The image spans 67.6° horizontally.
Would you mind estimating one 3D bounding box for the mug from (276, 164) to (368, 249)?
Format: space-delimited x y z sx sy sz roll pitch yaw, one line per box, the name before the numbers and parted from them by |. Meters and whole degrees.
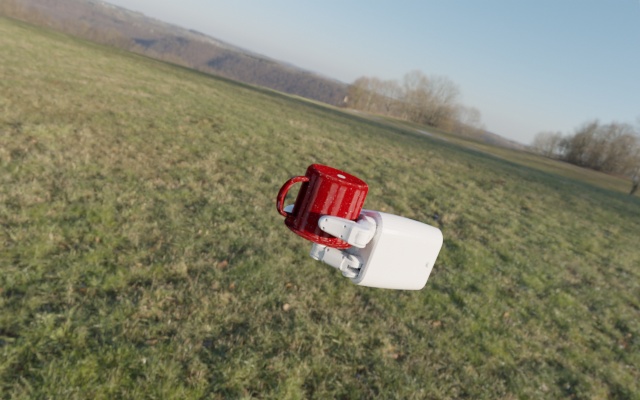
mug | -0.001 0.001 0.598 0.117 0.081 0.093 13 14 -28
